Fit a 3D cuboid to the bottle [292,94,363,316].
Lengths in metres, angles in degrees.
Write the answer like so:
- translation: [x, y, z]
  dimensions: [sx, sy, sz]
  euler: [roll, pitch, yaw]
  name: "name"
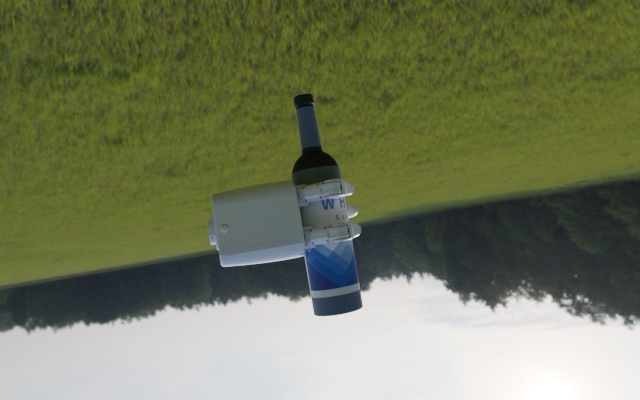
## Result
- translation: [0.000, 0.002, 0.646]
  dimensions: [0.069, 0.295, 0.069]
  euler: [-9, -4, -1]
  name: "bottle"
